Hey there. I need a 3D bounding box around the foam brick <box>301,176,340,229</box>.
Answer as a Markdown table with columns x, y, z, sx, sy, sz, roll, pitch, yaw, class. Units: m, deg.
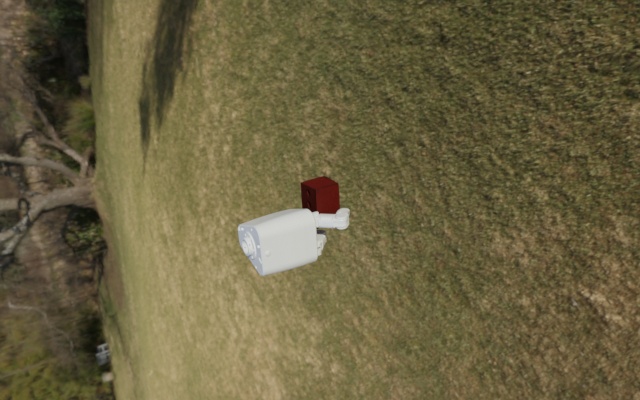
| x | y | z | sx | sy | sz | roll | pitch | yaw | class |
| --- | --- | --- | --- | --- | --- | --- | --- | --- | --- |
| 0.000 | 0.003 | 0.866 | 0.051 | 0.078 | 0.053 | -14 | 22 | -27 | foam brick |
